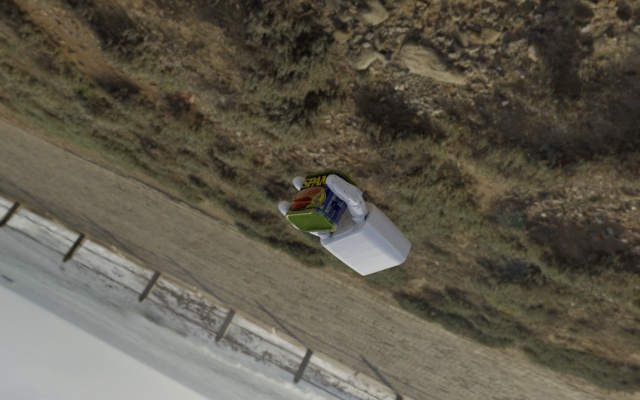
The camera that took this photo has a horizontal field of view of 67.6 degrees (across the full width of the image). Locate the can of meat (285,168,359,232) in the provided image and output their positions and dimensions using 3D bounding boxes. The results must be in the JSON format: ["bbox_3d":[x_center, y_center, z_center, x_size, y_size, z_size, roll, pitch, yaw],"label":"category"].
[{"bbox_3d":[0.000,0.003,0.762,0.057,0.084,0.102,43,-29,-28],"label":"can of meat"}]
